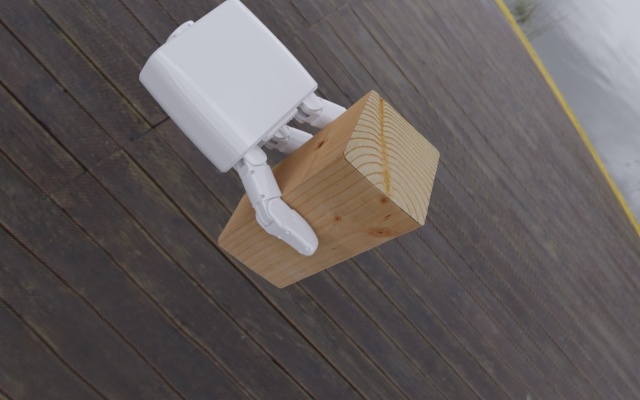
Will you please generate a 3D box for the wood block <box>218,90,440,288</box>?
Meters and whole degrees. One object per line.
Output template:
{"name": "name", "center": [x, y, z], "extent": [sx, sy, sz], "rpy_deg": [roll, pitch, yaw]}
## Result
{"name": "wood block", "center": [0.000, 0.001, 0.458], "extent": [0.090, 0.090, 0.206], "rpy_deg": [39, -42, -18]}
